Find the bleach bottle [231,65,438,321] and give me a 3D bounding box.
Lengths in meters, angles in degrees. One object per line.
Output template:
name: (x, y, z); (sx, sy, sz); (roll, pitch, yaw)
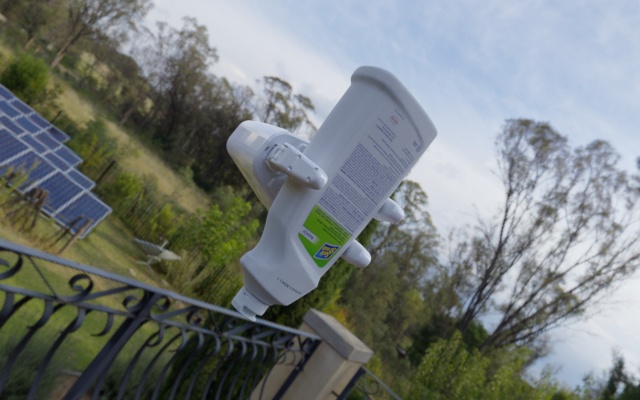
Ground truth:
bleach bottle: (0.000, 0.002, 0.451); (0.103, 0.251, 0.068); (41, -5, -32)
